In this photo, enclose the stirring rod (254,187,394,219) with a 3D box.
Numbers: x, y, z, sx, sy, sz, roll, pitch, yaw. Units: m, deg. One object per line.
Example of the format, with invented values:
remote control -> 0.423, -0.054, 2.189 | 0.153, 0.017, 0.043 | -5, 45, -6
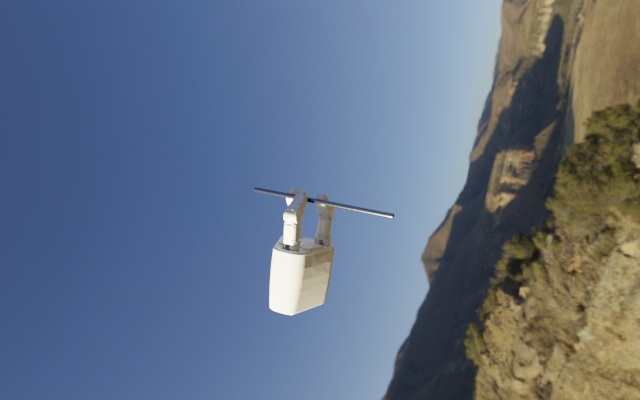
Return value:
stirring rod -> 0.000, 0.003, 0.766 | 0.239, 0.011, 0.011 | 11, 4, 20
